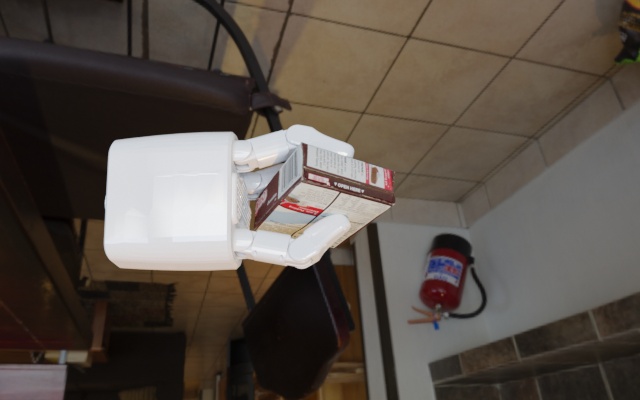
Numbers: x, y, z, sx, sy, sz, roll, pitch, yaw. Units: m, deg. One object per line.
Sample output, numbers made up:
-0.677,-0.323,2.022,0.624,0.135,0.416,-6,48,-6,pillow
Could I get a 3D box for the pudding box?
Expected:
0.000,0.002,0.430,0.090,0.039,0.113,14,-29,-22,pudding box
